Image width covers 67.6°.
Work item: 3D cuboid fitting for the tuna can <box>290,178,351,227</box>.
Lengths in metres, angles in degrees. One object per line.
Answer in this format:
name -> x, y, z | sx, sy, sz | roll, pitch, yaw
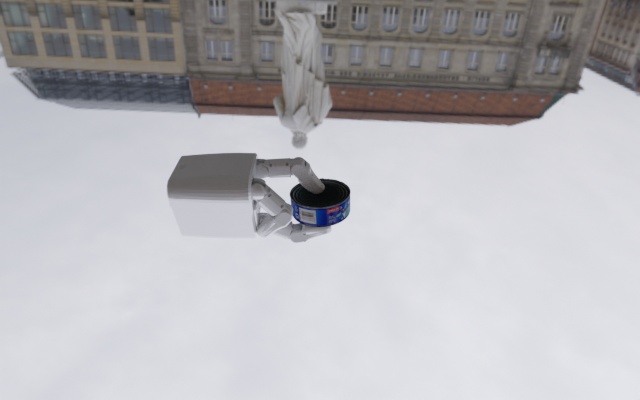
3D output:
tuna can -> 0.000, 0.003, 0.677 | 0.086, 0.034, 0.086 | -2, 29, 1
